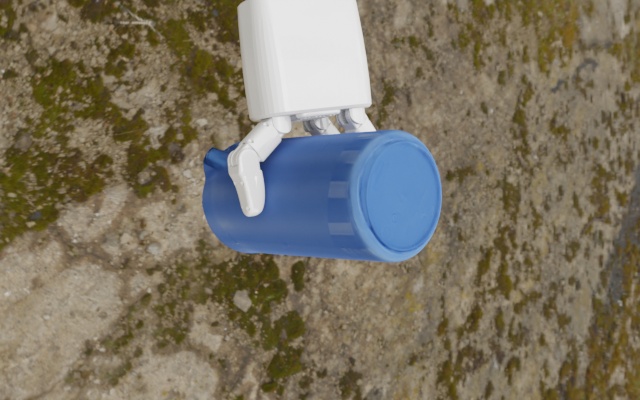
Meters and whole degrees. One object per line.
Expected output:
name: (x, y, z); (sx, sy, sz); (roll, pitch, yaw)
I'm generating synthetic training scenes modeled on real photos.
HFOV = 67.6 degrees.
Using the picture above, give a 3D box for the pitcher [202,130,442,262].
pitcher: (0.000, 0.001, 0.479); (0.149, 0.145, 0.243); (-12, 8, -38)
